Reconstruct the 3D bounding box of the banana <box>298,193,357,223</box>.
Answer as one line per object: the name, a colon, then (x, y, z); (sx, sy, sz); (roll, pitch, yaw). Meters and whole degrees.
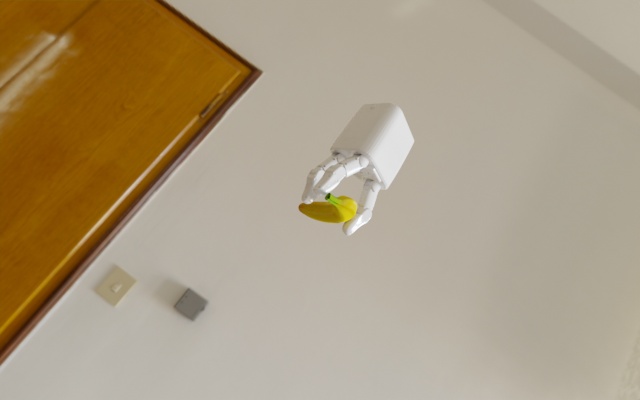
banana: (0.016, 0.012, 0.801); (0.069, 0.037, 0.198); (33, -15, -10)
